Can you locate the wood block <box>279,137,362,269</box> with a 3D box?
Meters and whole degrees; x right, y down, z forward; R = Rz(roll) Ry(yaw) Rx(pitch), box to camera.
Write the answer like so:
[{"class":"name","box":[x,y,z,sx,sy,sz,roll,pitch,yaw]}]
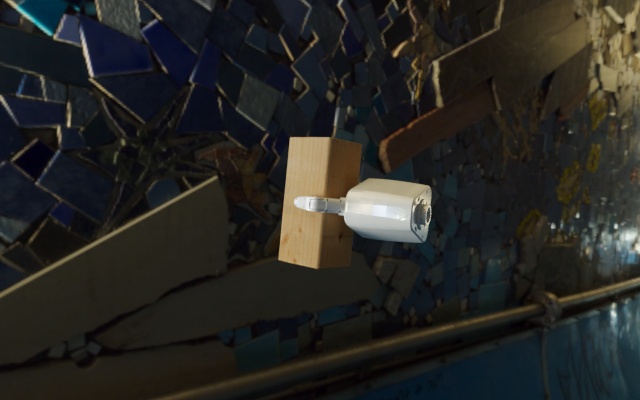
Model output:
[{"class":"wood block","box":[0.000,0.003,0.797,0.090,0.206,0.091,6,1,40]}]
